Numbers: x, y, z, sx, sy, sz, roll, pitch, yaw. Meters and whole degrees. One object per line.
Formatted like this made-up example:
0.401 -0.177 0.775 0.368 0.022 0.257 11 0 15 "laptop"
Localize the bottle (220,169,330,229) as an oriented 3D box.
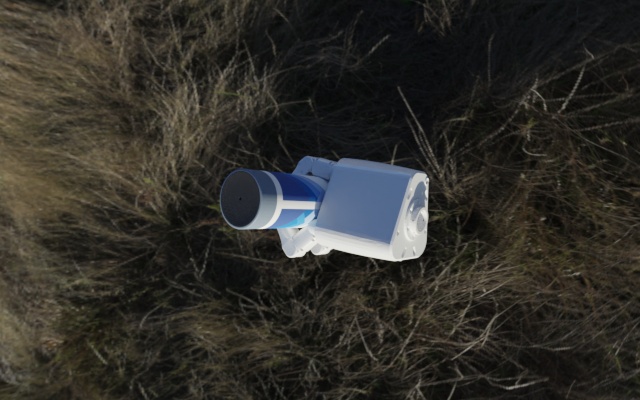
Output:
0.000 0.002 0.638 0.069 0.069 0.296 0 -2 37 "bottle"
